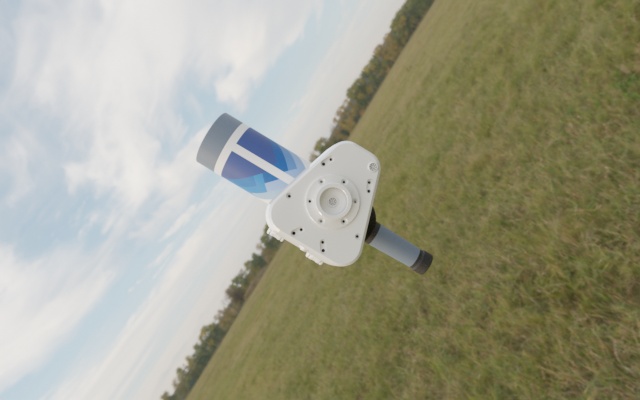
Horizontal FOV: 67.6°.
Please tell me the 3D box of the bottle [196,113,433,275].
[{"bbox_3d":[0.000,0.002,0.560,0.296,0.069,0.069,31,-2,-3],"label":"bottle"}]
